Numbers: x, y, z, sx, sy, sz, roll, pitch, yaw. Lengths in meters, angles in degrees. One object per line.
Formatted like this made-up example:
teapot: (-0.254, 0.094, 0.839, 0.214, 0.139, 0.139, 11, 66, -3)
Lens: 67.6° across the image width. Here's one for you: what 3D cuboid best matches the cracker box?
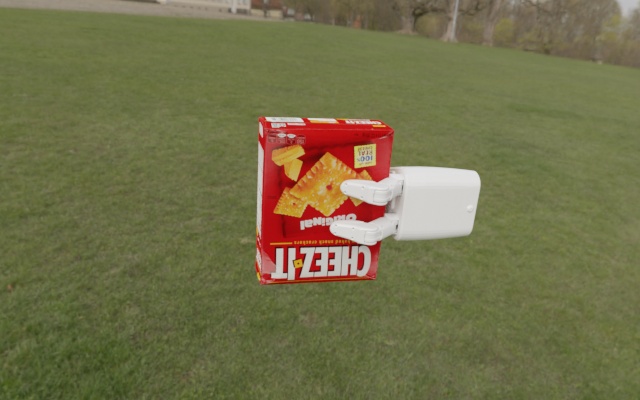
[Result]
cracker box: (0.000, 0.002, 0.630, 0.164, 0.214, 0.072, 0, 20, -12)
